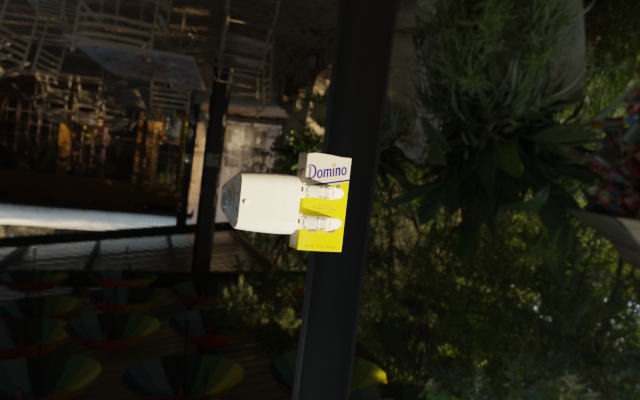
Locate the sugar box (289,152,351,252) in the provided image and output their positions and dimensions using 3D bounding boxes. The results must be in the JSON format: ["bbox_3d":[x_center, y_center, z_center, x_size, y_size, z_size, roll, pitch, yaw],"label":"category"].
[{"bbox_3d":[0.000,0.003,0.877,0.093,0.176,0.048,5,4,-26],"label":"sugar box"}]
